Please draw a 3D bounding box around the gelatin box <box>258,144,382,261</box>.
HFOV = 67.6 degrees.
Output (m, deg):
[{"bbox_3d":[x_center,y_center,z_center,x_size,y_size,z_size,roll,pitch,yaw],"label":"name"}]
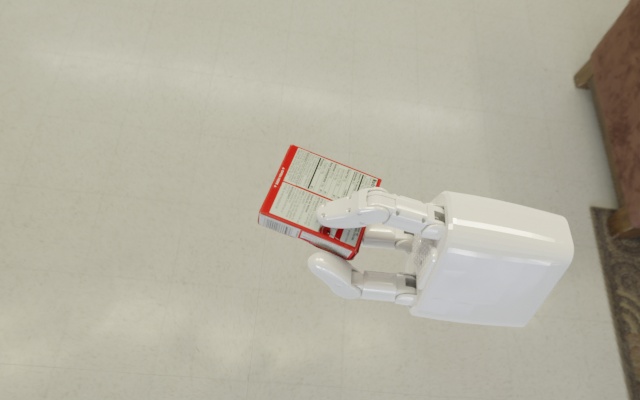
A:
[{"bbox_3d":[0.000,0.001,0.414,0.089,0.073,0.030,22,-26,-1],"label":"gelatin box"}]
